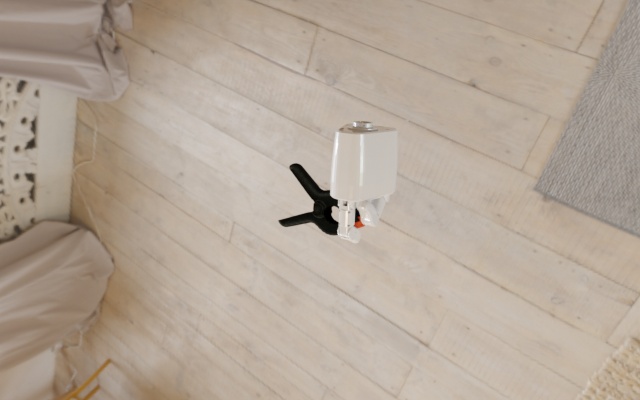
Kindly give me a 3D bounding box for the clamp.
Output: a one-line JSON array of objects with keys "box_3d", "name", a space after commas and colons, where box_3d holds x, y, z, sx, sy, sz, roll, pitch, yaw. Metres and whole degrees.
[{"box_3d": [0.000, 0.003, 0.834, 0.171, 0.120, 0.039, 11, 19, 29], "name": "clamp"}]
